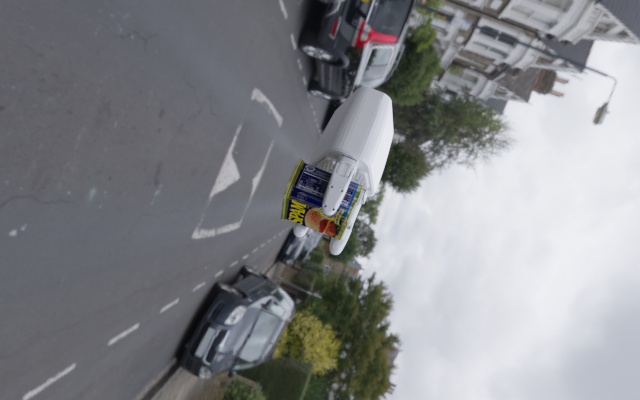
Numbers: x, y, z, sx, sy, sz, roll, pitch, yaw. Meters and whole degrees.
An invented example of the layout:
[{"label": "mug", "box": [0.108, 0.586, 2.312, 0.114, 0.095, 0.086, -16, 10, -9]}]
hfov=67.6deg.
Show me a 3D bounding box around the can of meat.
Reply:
[{"label": "can of meat", "box": [0.000, 0.002, 0.604, 0.084, 0.057, 0.102, 21, -24, 2]}]
